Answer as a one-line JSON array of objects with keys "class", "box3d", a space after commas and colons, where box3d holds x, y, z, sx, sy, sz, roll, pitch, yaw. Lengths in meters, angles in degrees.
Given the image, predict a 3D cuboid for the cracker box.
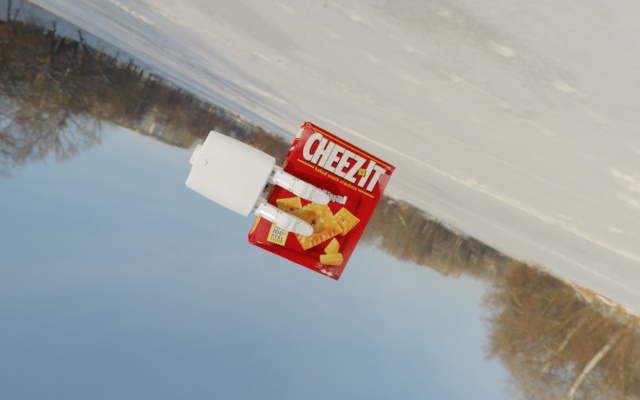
[{"class": "cracker box", "box3d": [0.000, 0.003, 0.781, 0.164, 0.214, 0.072, 26, 4, -12]}]
